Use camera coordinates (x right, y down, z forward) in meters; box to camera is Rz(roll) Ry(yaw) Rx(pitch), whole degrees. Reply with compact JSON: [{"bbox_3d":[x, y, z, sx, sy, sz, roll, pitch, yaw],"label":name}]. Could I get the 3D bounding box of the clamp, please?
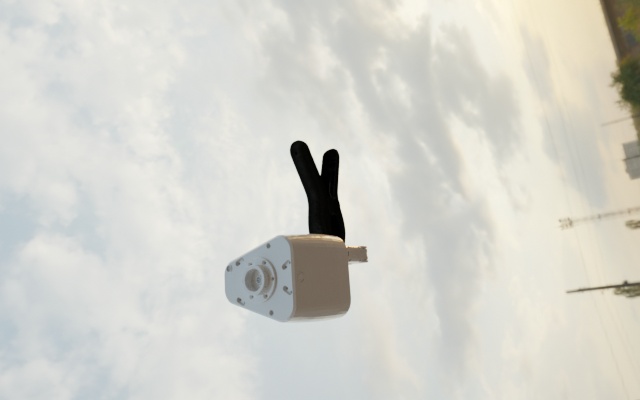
[{"bbox_3d":[0.000,0.002,0.623,0.039,0.171,0.120,-14,-14,30],"label":"clamp"}]
